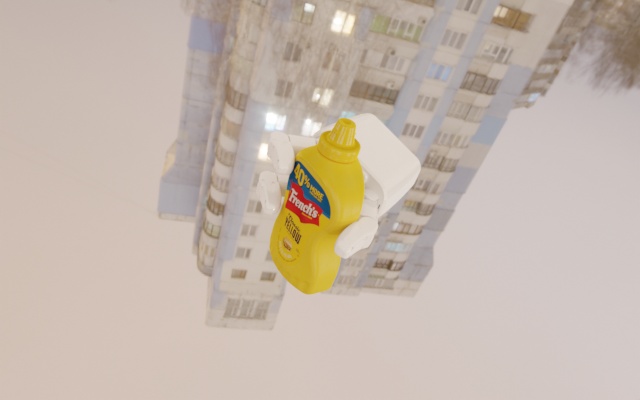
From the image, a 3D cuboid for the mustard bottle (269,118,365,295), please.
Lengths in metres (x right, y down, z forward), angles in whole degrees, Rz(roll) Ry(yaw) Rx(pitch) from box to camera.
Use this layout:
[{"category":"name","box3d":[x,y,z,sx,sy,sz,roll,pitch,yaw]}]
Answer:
[{"category":"mustard bottle","box3d":[0.000,0.002,0.498,0.058,0.192,0.096,-7,42,-33]}]
